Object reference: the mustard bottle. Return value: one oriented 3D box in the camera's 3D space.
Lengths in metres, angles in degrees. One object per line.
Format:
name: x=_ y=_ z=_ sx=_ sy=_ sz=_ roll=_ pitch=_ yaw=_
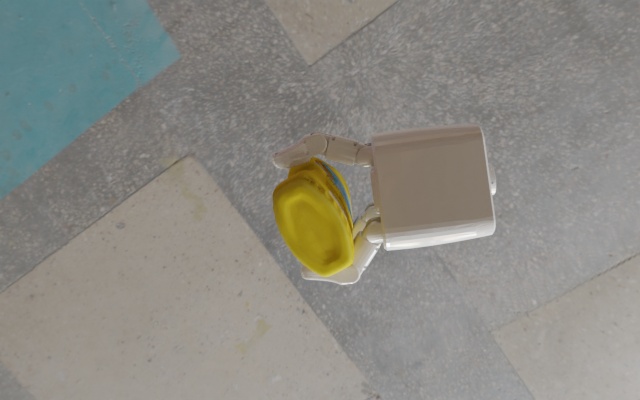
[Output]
mustard bottle: x=0.000 y=0.002 z=0.510 sx=0.058 sy=0.096 sz=0.191 roll=-31 pitch=11 yaw=12
